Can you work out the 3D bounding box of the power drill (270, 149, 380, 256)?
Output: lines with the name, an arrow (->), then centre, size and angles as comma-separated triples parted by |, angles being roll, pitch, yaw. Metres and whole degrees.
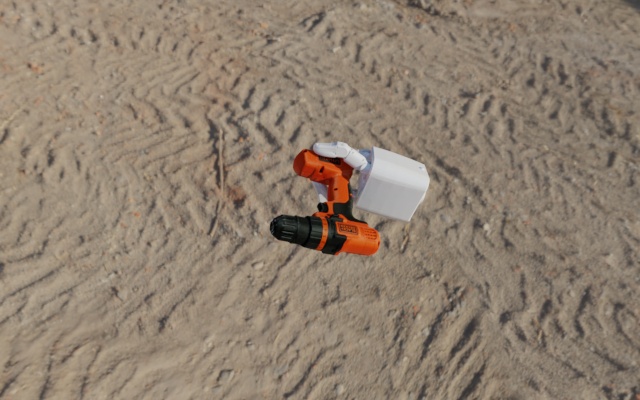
power drill -> 0.000, 0.002, 0.787 | 0.184, 0.187, 0.057 | 13, -42, -25
